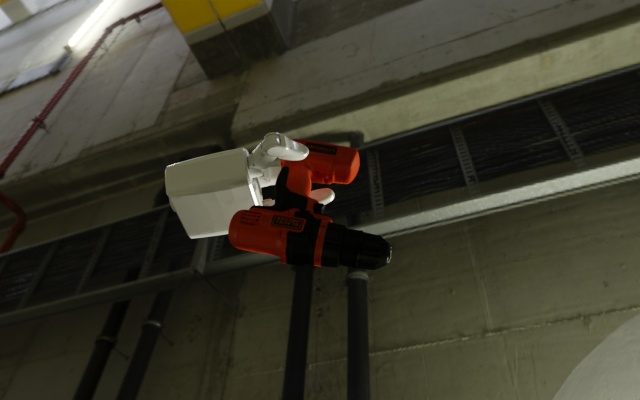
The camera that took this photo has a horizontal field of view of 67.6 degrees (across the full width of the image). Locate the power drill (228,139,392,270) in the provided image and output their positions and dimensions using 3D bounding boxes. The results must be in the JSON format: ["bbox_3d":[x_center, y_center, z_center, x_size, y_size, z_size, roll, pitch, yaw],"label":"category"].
[{"bbox_3d":[0.000,0.002,0.586,0.184,0.057,0.187,11,40,5],"label":"power drill"}]
